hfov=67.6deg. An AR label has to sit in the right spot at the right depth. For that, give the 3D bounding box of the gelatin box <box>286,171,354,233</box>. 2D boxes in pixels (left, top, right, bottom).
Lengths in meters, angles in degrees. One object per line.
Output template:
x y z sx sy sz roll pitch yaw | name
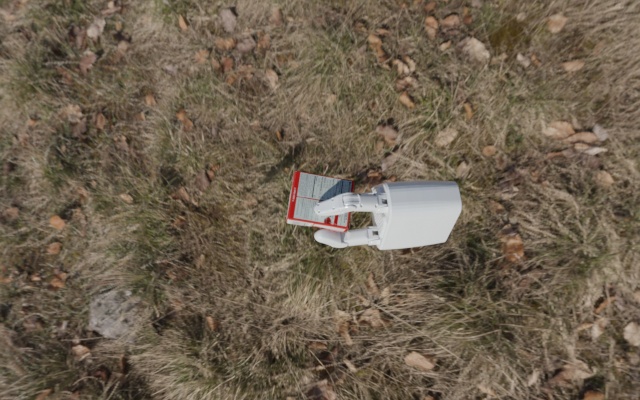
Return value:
0.000 0.002 0.685 0.089 0.073 0.030 10 -16 -6 | gelatin box
